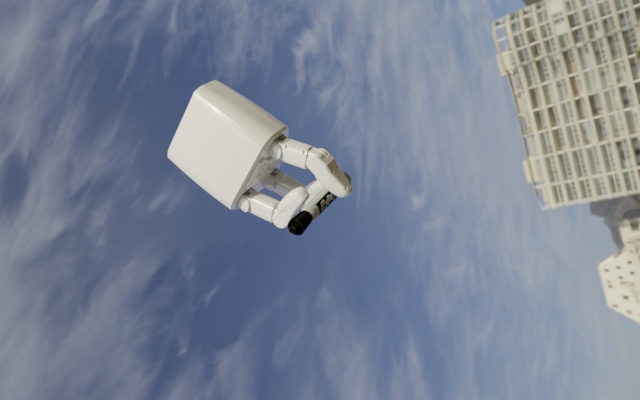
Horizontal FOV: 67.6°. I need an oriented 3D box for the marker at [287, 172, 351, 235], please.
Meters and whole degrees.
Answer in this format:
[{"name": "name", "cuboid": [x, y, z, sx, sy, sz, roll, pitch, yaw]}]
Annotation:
[{"name": "marker", "cuboid": [0.000, 0.002, 0.518, 0.020, 0.020, 0.121, 0, 27, 32]}]
